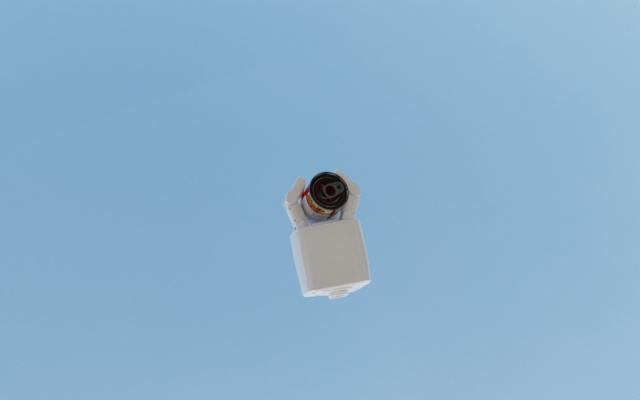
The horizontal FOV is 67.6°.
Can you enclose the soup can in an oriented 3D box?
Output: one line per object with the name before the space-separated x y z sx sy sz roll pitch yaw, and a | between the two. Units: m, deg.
soup can | 0.000 0.002 0.812 0.068 0.068 0.102 0 -21 -18
